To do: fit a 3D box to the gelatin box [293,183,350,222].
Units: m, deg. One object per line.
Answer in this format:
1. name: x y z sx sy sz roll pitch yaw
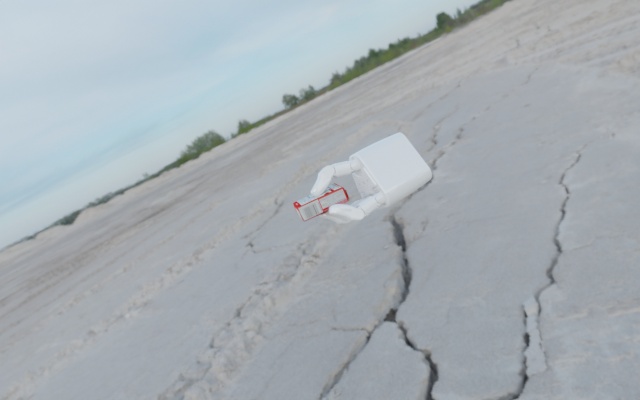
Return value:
1. gelatin box: 0.000 0.002 0.842 0.089 0.030 0.073 -25 10 -7
